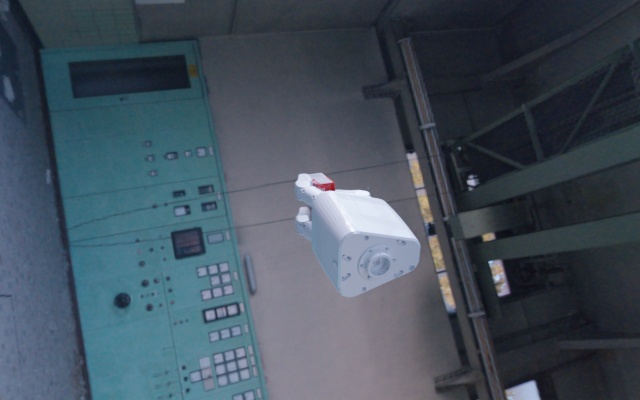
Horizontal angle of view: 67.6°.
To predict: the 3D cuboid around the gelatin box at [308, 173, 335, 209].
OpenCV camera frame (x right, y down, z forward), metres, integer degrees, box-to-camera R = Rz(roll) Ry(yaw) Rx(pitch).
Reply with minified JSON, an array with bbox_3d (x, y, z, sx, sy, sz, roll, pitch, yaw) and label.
[{"bbox_3d":[0.000,0.002,0.718,0.030,0.073,0.089,-6,14,-11],"label":"gelatin box"}]
